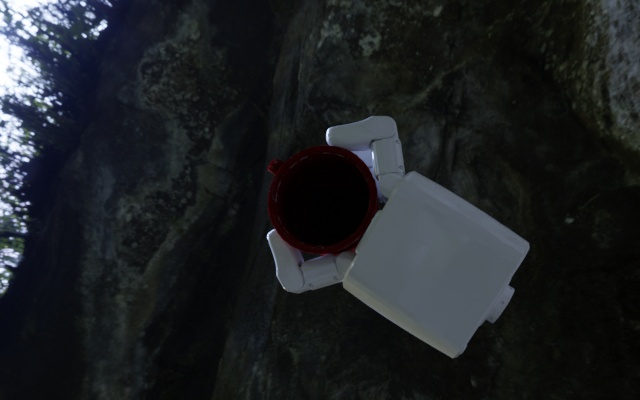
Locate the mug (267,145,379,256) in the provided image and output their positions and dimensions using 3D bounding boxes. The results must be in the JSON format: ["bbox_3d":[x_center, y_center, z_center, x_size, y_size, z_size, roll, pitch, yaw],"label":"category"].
[{"bbox_3d":[-0.001,0.001,0.436,0.117,0.093,0.081,34,-4,19],"label":"mug"}]
